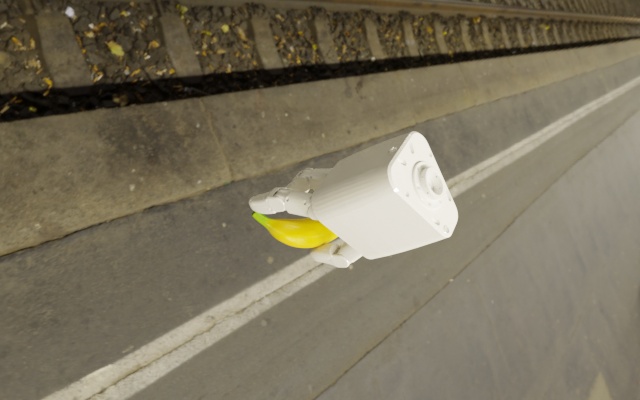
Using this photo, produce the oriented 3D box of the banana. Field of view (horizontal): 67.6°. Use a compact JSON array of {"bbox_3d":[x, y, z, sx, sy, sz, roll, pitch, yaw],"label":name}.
[{"bbox_3d":[0.004,0.020,0.627,0.198,0.069,0.037,-17,-5,-45],"label":"banana"}]
